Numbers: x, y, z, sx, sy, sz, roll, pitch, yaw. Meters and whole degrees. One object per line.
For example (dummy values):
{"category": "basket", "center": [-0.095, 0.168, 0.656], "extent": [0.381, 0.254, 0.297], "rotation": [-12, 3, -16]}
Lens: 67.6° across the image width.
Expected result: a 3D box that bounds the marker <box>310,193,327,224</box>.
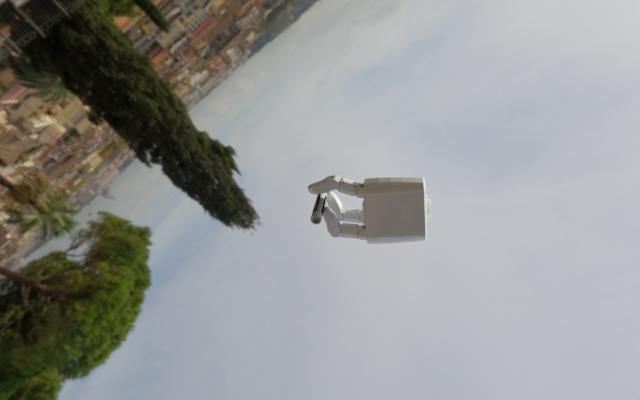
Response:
{"category": "marker", "center": [0.000, 0.003, 0.847], "extent": [0.020, 0.020, 0.121], "rotation": [0, 29, 9]}
